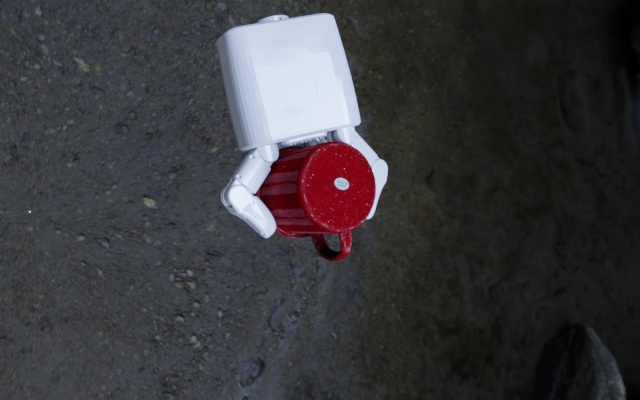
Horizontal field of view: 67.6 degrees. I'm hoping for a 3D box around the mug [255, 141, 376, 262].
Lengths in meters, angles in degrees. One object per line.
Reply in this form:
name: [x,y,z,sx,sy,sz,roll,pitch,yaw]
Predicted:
mug: [0.000,0.003,0.447,0.093,0.117,0.081,-17,6,-30]
